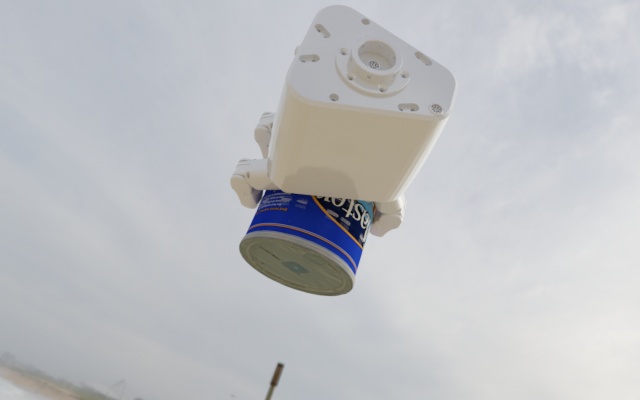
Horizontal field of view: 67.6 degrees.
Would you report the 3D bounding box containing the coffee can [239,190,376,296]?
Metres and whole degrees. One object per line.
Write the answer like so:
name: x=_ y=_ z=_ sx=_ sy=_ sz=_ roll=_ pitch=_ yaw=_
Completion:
coffee can: x=0.000 y=0.002 z=0.437 sx=0.103 sy=0.140 sz=0.103 roll=16 pitch=-29 yaw=9
